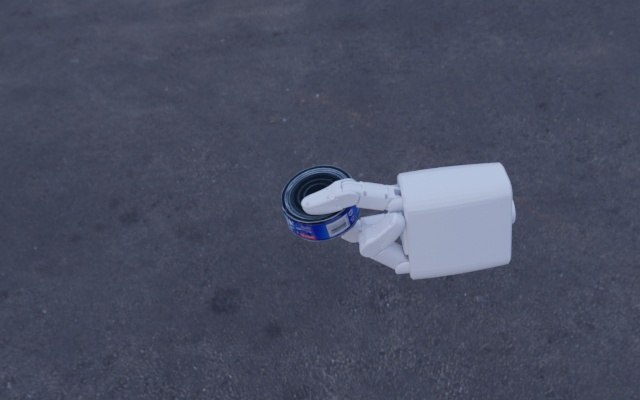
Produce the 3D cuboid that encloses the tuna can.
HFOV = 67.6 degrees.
[{"bbox_3d":[0.000,0.001,0.526,0.086,0.086,0.034,0,-39,16],"label":"tuna can"}]
